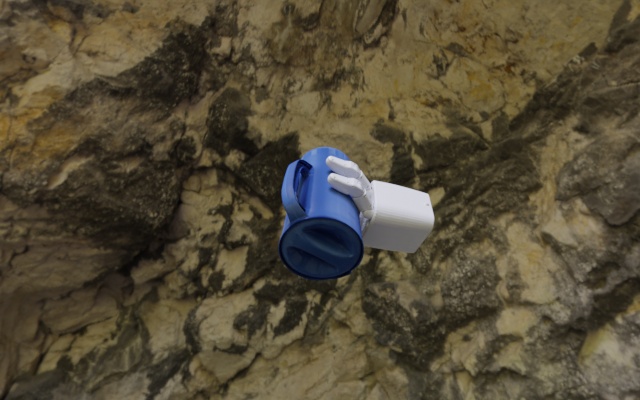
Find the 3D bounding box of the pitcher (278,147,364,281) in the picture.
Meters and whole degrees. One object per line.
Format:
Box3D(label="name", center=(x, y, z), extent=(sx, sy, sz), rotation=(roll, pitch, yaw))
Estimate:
Box3D(label="pitcher", center=(0.000, 0.003, 0.824), extent=(0.145, 0.149, 0.242), rotation=(12, 36, -7))
